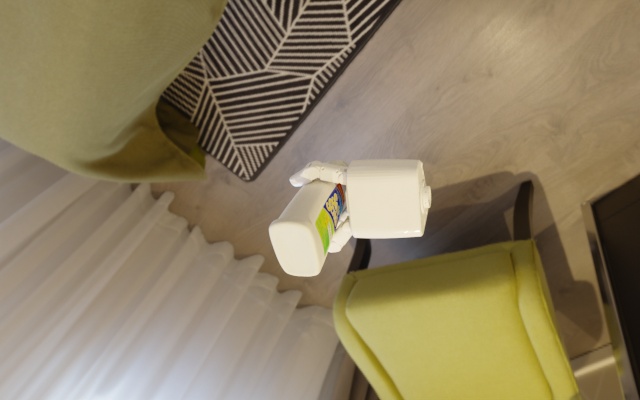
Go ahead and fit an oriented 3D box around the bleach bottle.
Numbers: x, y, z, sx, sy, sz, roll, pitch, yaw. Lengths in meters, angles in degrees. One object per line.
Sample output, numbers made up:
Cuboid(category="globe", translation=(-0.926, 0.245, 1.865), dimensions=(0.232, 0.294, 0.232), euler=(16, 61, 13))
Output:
Cuboid(category="bleach bottle", translation=(0.000, 0.003, 0.762), dimensions=(0.068, 0.103, 0.250), euler=(0, 34, 21))
